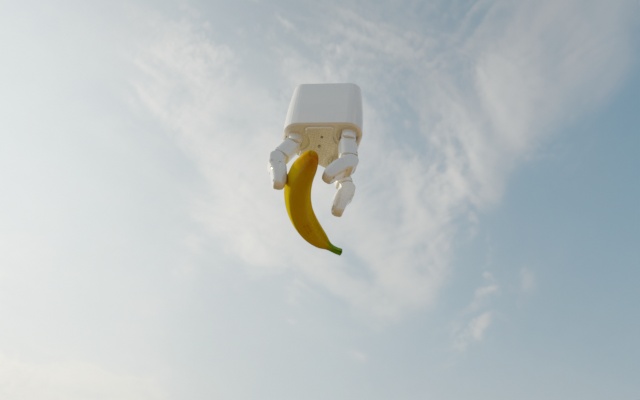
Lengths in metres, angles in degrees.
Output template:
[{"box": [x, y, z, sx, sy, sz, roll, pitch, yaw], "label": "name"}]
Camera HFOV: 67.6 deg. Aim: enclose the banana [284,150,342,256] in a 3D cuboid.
[{"box": [-0.017, 0.005, 0.670, 0.069, 0.037, 0.198, -2, -44, 15], "label": "banana"}]
